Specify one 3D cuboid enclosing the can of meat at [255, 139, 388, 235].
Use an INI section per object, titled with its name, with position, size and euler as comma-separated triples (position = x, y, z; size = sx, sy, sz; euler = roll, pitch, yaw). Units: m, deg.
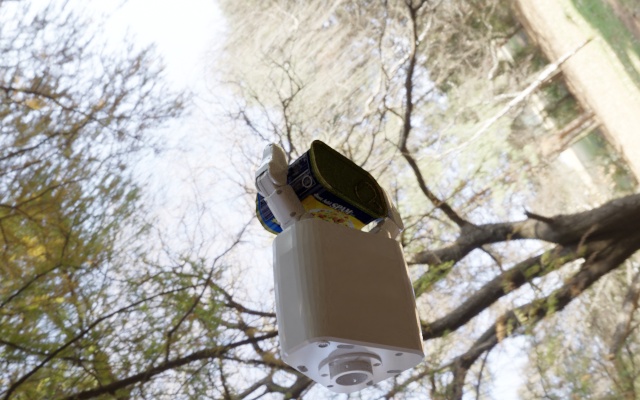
[can of meat]
position = 0.000, 0.002, 0.462
size = 0.084, 0.057, 0.102
euler = -36, -46, 28
